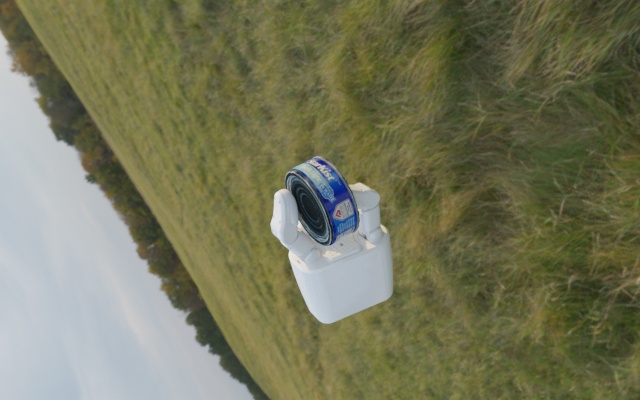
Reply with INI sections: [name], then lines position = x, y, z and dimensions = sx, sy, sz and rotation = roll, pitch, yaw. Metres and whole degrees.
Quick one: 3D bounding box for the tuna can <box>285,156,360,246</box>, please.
[tuna can]
position = 0.000, 0.002, 0.475
dimensions = 0.033, 0.086, 0.086
rotation = -28, 11, -21
